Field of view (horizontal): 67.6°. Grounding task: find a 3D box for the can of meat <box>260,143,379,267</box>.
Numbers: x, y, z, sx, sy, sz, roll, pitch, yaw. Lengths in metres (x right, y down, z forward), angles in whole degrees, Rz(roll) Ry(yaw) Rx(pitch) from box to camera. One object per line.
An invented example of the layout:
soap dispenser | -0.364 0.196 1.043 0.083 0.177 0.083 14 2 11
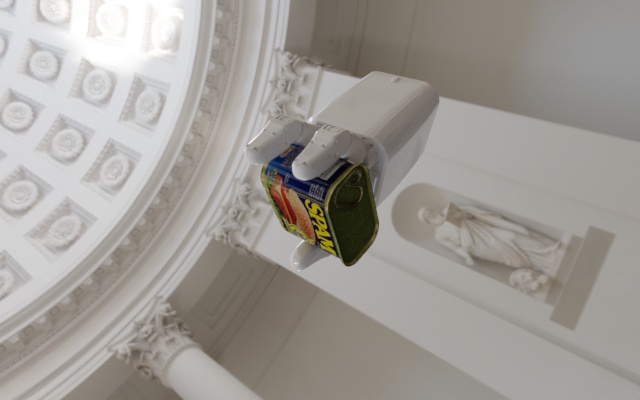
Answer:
can of meat | 0.000 0.001 0.442 0.084 0.102 0.057 24 58 35
